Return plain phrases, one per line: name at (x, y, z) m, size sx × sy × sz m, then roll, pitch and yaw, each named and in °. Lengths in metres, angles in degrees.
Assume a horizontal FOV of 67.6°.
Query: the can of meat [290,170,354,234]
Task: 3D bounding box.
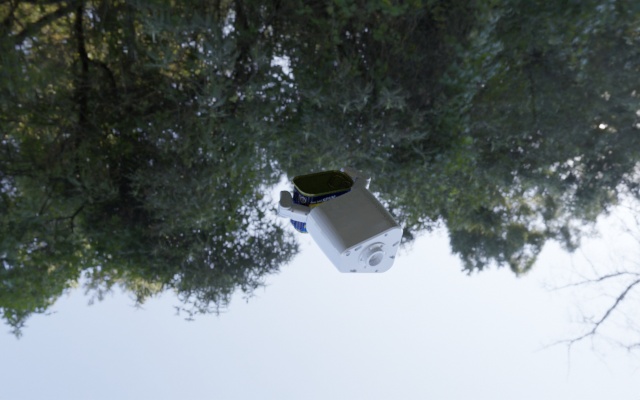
can of meat at (0.000, 0.003, 0.810) m, size 0.102 × 0.084 × 0.057 m, roll -12°, pitch 39°, yaw -28°
